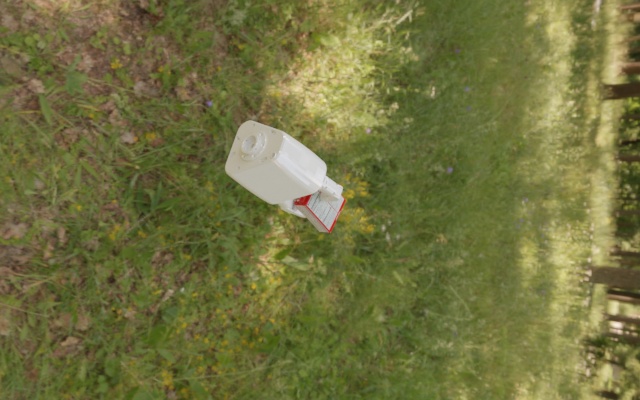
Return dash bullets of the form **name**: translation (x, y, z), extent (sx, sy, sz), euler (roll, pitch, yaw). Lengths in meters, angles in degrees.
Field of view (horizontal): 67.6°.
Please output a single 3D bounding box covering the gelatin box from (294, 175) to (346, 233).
- **gelatin box**: translation (0.001, 0.003, 0.839), extent (0.030, 0.073, 0.089), euler (2, -35, 41)
